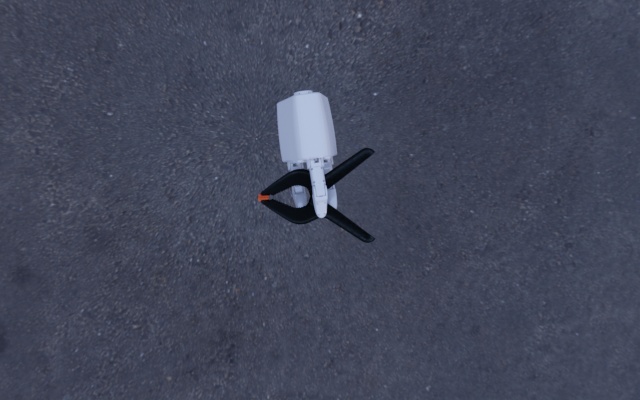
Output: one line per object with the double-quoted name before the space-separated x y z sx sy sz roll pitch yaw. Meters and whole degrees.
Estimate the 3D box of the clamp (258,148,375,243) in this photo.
"clamp" 0.000 0.003 0.822 0.210 0.164 0.036 -8 3 -7
